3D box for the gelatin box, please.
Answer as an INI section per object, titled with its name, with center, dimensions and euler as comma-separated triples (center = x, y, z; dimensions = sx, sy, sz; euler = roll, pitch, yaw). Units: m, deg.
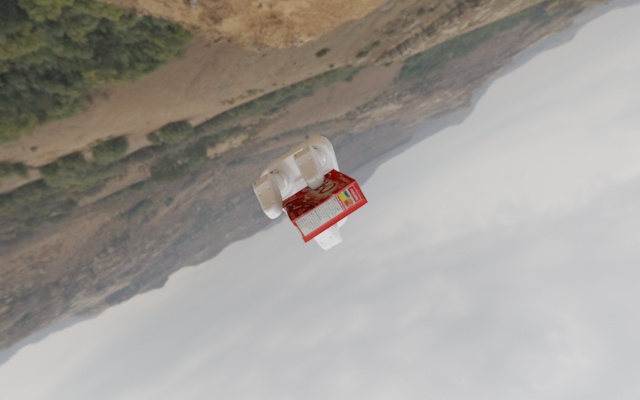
[gelatin box]
center = 0.000, 0.002, 0.489
dimensions = 0.073, 0.030, 0.089
euler = -32, 16, -4
